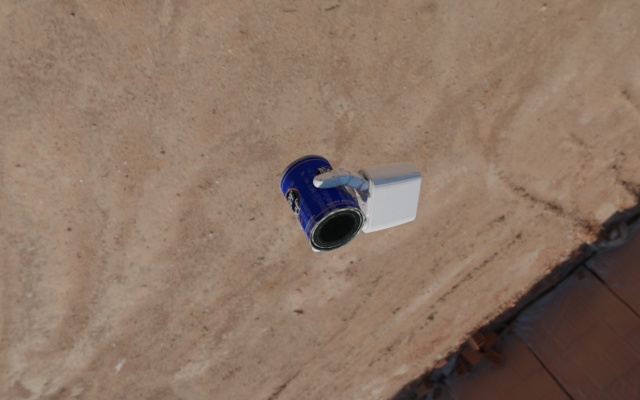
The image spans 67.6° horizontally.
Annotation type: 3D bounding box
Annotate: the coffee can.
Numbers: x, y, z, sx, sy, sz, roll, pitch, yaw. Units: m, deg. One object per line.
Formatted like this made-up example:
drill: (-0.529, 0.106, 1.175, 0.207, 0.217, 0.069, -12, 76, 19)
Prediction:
coffee can: (0.000, 0.003, 0.830, 0.103, 0.103, 0.140, 0, 42, -33)
